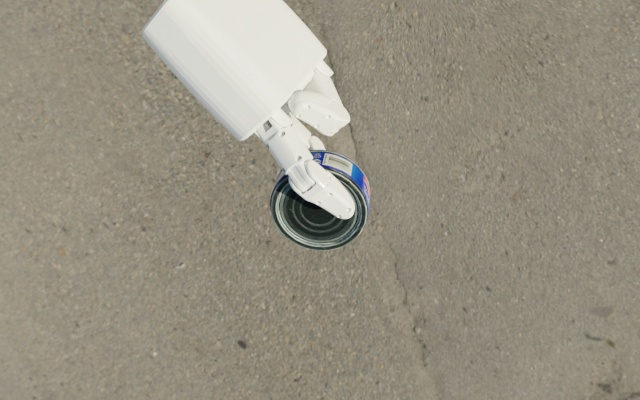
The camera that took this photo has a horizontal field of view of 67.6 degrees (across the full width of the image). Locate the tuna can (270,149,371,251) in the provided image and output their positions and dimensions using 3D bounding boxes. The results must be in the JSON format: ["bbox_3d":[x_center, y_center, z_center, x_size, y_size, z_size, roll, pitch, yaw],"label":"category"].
[{"bbox_3d":[0.000,0.002,0.415,0.086,0.086,0.033,0,31,8],"label":"tuna can"}]
